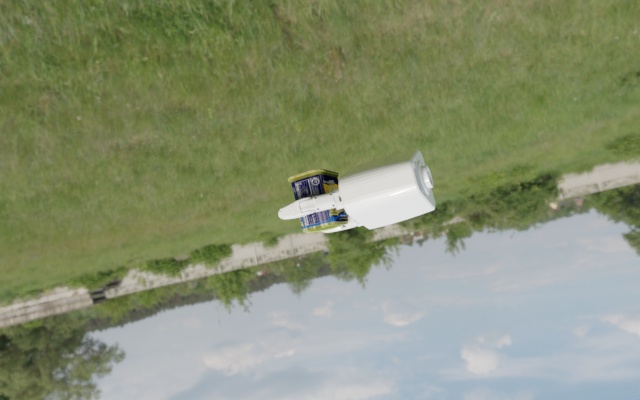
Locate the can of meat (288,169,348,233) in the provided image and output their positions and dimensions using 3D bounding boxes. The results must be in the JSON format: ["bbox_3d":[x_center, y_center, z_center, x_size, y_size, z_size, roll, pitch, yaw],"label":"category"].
[{"bbox_3d":[0.000,0.003,0.726,0.057,0.084,0.102,-16,-7,19],"label":"can of meat"}]
